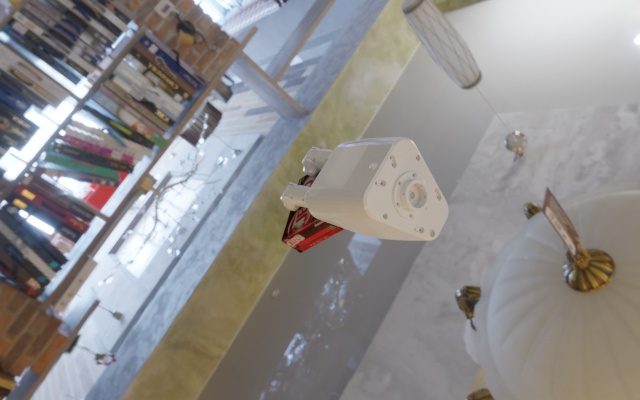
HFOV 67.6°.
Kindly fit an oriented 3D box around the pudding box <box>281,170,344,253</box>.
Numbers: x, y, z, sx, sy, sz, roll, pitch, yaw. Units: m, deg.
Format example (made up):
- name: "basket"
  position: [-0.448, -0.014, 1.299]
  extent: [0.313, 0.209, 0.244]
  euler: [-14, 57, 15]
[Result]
- name: "pudding box"
  position: [0.000, 0.002, 0.616]
  extent: [0.039, 0.113, 0.090]
  euler: [38, -46, -23]
